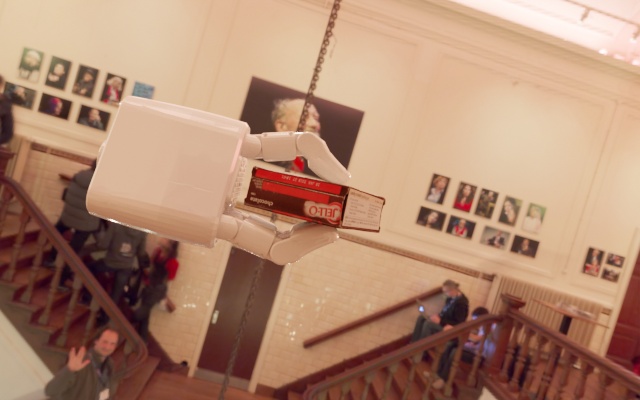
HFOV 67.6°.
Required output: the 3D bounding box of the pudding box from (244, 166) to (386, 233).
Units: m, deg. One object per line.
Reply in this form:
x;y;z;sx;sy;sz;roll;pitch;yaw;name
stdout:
0.000;0.001;0.427;0.090;0.039;0.113;14;2;23;pudding box
